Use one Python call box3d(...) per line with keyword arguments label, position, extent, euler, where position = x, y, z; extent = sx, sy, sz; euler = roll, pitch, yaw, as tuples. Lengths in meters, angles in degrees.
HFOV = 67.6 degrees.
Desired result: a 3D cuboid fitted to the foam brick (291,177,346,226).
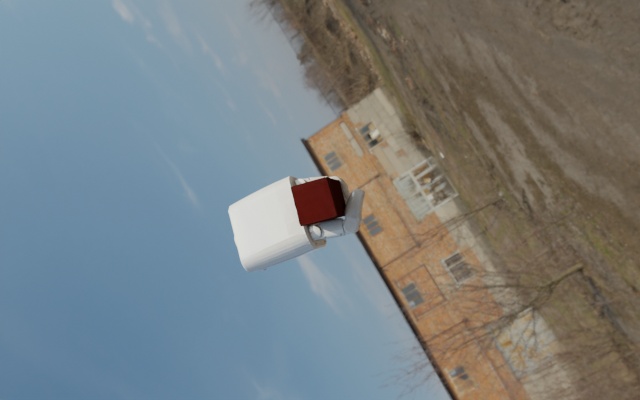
box3d(label="foam brick", position=(0.000, 0.002, 0.625), extent=(0.051, 0.053, 0.078), euler=(-14, -4, 12))
